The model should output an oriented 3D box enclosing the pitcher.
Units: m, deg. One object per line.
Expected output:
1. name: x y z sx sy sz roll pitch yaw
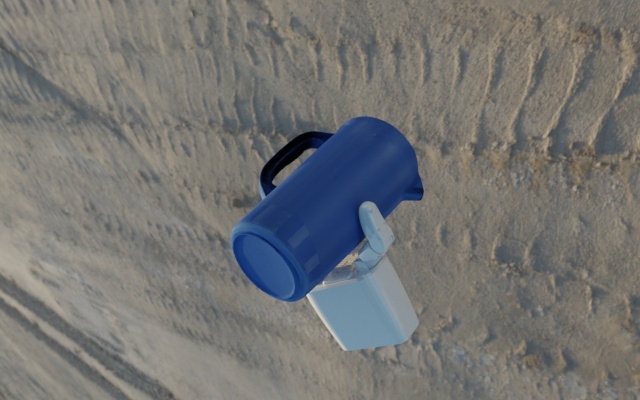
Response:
1. pitcher: 0.000 0.002 0.585 0.149 0.145 0.242 -12 23 48
